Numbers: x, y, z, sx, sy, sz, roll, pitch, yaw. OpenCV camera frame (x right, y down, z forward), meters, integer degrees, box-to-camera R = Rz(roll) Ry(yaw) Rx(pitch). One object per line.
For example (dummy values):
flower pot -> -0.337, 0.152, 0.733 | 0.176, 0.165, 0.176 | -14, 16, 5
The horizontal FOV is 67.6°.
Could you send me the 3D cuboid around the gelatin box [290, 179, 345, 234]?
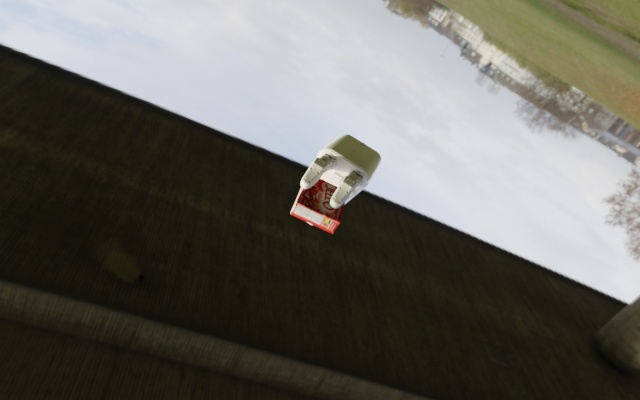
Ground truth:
gelatin box -> 0.000, 0.003, 0.749 | 0.073, 0.030, 0.089 | 26, 36, -5
